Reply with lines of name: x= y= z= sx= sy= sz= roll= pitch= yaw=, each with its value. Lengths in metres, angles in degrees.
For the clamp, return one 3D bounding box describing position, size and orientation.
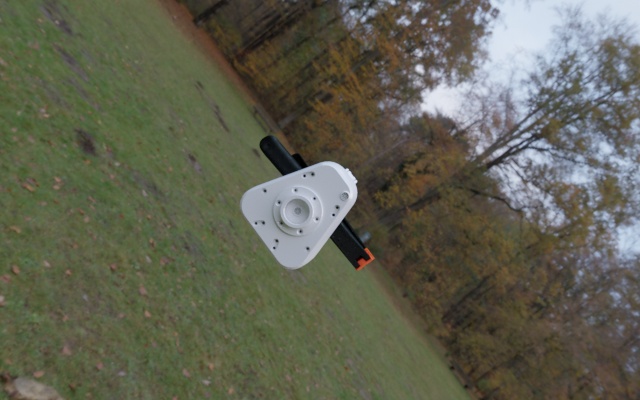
clamp: x=0.001 y=0.002 z=0.664 sx=0.036 sy=0.210 sz=0.164 roll=-38 pitch=-1 yaw=7
